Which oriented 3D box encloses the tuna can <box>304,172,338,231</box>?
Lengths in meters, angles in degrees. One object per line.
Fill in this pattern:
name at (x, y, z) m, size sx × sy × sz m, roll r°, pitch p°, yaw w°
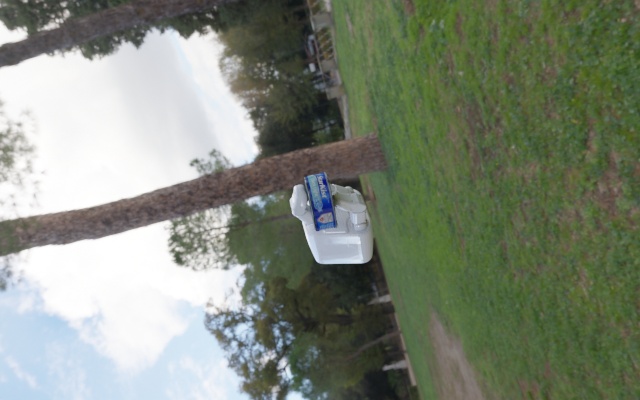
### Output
tuna can at (0.000, 0.002, 0.712) m, size 0.034 × 0.086 × 0.086 m, roll -12°, pitch 0°, yaw -3°
